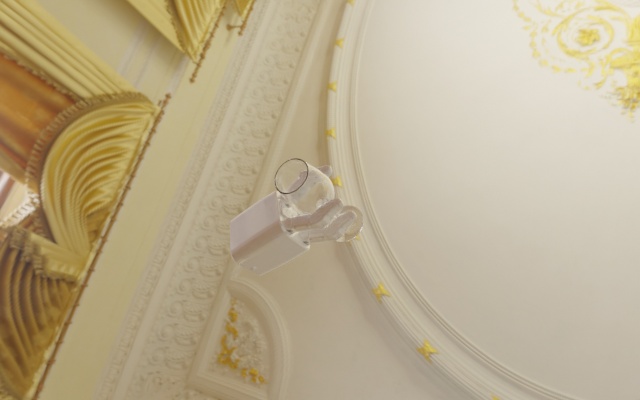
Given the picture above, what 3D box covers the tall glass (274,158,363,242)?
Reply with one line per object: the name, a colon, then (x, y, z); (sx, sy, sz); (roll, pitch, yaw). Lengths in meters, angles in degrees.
tall glass: (0.001, 0.003, 0.813); (0.079, 0.079, 0.201); (0, -24, 30)
